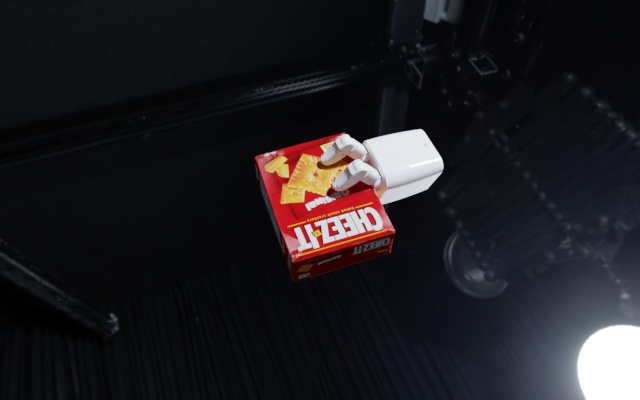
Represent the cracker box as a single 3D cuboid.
[{"bbox_3d":[0.000,0.002,0.765,0.164,0.213,0.072,-16,-34,-11],"label":"cracker box"}]
